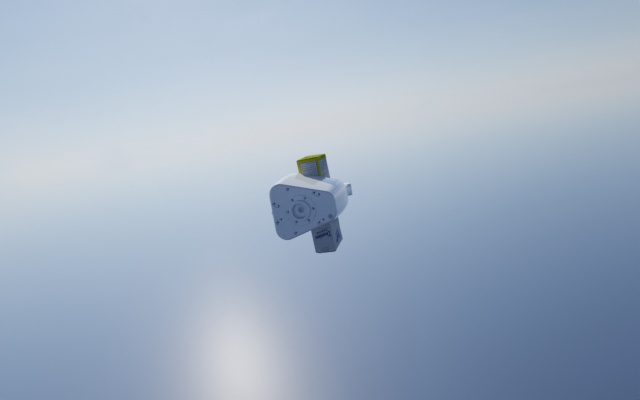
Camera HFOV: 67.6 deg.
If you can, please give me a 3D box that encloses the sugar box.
[{"bbox_3d":[0.000,0.003,0.897,0.048,0.176,0.093,-7,9,12],"label":"sugar box"}]
